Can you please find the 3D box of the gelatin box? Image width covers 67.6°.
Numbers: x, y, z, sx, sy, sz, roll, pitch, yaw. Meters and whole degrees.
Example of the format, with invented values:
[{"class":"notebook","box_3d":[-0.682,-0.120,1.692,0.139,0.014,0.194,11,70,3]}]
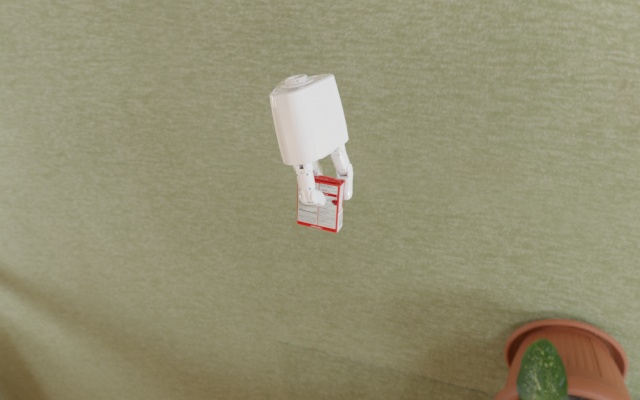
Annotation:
[{"class":"gelatin box","box_3d":[0.000,0.003,0.785,0.073,0.089,0.030,11,27,19]}]
